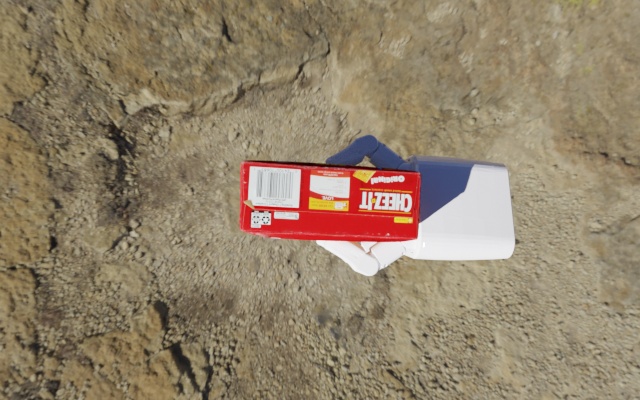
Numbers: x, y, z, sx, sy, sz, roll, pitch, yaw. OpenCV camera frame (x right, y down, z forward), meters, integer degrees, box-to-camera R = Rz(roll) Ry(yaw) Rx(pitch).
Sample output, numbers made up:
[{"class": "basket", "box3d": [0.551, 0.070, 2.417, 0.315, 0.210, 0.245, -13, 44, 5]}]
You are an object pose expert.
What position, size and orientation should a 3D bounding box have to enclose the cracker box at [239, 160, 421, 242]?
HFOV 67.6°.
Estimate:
[{"class": "cracker box", "box3d": [0.000, 0.002, 0.526, 0.164, 0.072, 0.213, 3, -1, -6]}]
